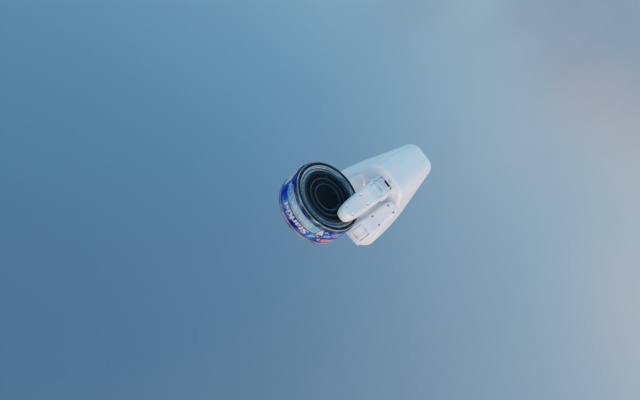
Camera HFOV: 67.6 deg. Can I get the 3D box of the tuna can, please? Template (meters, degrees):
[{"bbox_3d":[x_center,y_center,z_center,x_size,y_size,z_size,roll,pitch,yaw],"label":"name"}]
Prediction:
[{"bbox_3d":[0.000,0.001,0.516,0.086,0.086,0.034,0,-25,-40],"label":"tuna can"}]
